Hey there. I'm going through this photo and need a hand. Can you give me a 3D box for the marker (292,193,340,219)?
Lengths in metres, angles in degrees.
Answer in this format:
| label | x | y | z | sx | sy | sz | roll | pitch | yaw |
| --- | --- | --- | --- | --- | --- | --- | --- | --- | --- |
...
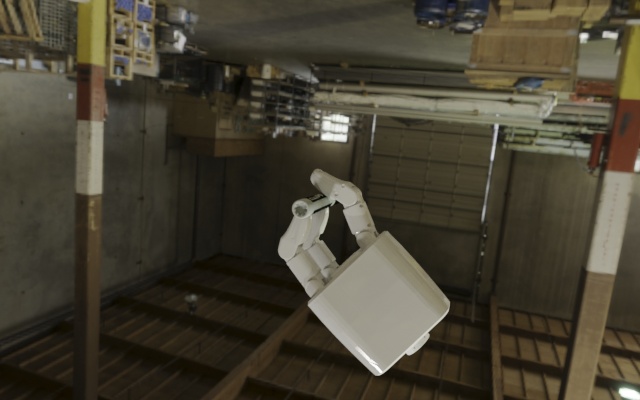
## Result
| label | x | y | z | sx | sy | sz | roll | pitch | yaw |
| --- | --- | --- | --- | --- | --- | --- | --- | --- | --- |
| marker | 0.000 | 0.002 | 0.525 | 0.020 | 0.020 | 0.121 | 0 | 6 | 19 |
